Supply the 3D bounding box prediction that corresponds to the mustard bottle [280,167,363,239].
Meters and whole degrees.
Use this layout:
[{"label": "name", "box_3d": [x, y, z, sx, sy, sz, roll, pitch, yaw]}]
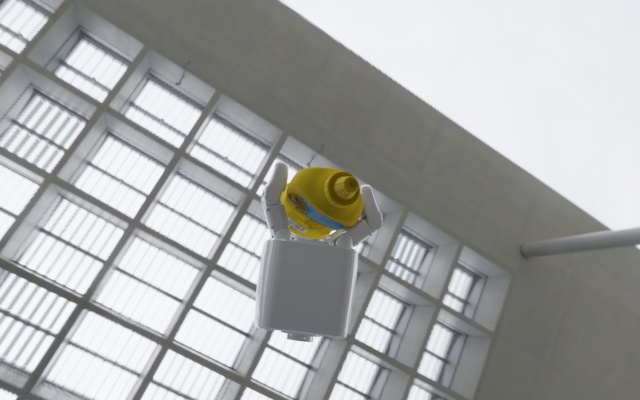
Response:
[{"label": "mustard bottle", "box_3d": [0.000, 0.002, 0.605, 0.096, 0.058, 0.192, 36, -21, -10]}]
